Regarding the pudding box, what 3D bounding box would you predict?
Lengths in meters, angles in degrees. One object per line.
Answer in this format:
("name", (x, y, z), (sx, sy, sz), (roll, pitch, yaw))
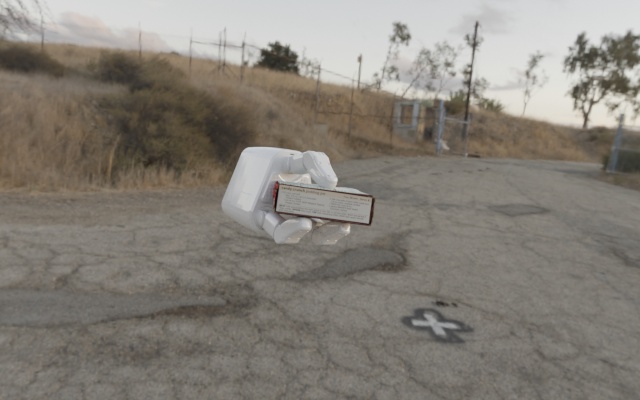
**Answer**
("pudding box", (0.000, 0.002, 0.566), (0.113, 0.039, 0.090), (6, 4, -6))
